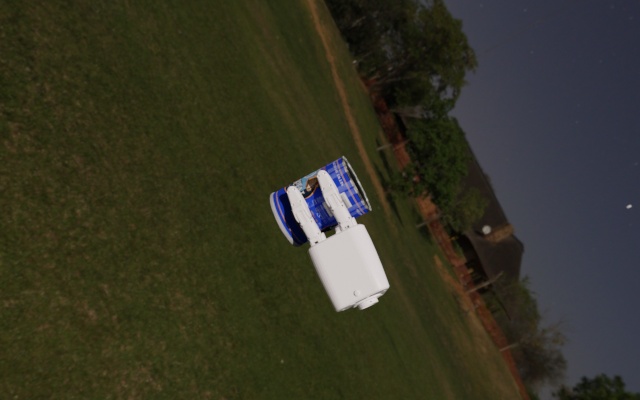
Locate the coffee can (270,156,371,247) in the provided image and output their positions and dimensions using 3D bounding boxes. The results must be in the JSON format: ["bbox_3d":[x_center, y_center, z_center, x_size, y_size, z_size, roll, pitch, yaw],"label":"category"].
[{"bbox_3d":[0.000,0.003,0.806,0.140,0.103,0.103,-27,-5,10],"label":"coffee can"}]
